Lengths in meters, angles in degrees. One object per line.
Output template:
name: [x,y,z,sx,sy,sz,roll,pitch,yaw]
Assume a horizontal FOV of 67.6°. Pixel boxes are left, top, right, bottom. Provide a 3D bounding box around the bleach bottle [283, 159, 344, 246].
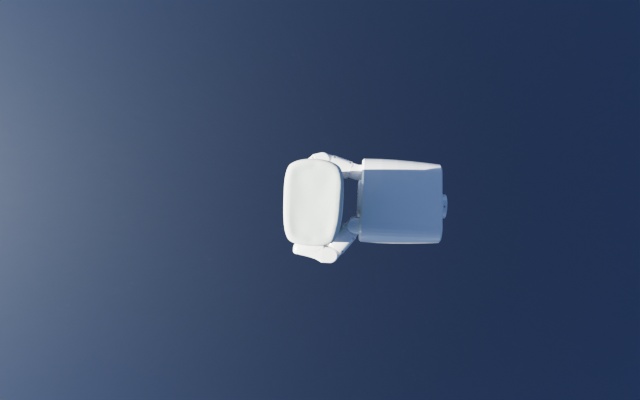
bleach bottle: [0.000,0.002,0.656,0.068,0.102,0.251,3,1,4]
